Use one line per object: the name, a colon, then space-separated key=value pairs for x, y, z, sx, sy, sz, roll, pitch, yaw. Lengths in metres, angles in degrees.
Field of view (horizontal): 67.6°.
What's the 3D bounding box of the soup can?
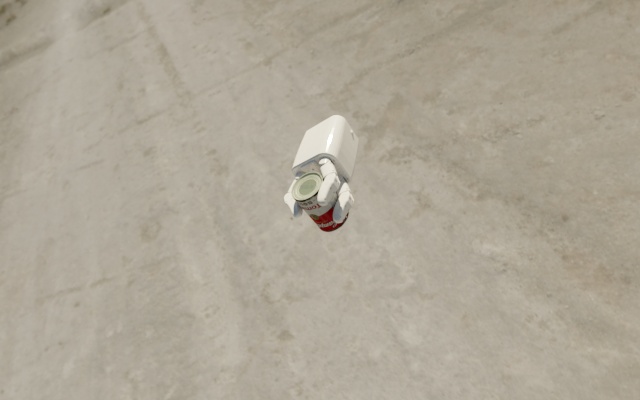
soup can: x=0.000 y=0.003 z=0.883 sx=0.068 sy=0.068 sz=0.102 roll=0 pitch=-35 yaw=36
